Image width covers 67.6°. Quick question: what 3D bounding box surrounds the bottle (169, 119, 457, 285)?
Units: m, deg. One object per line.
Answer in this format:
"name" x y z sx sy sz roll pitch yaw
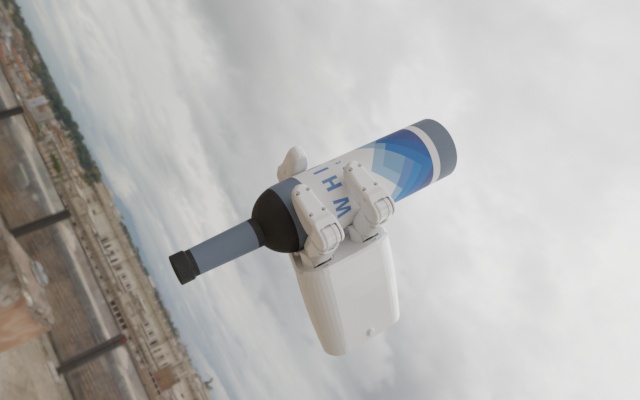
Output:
"bottle" 0.000 0.001 0.459 0.295 0.069 0.069 -25 10 -22
